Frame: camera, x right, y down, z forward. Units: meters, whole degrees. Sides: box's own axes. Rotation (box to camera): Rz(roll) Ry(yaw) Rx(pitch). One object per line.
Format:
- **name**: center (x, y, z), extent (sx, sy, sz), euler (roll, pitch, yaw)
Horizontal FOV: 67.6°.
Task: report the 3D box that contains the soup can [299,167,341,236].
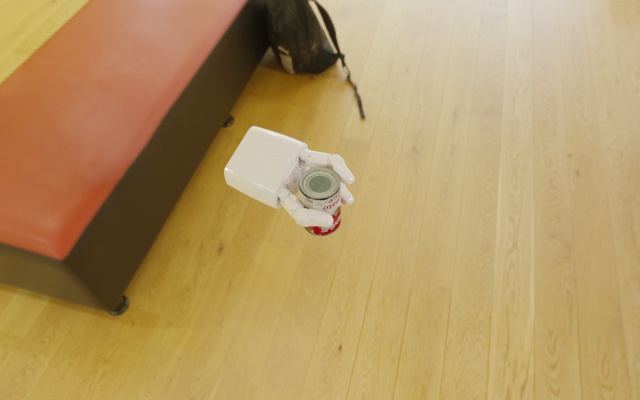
- **soup can**: center (0.000, 0.003, 0.787), extent (0.068, 0.068, 0.102), euler (0, -38, 2)
